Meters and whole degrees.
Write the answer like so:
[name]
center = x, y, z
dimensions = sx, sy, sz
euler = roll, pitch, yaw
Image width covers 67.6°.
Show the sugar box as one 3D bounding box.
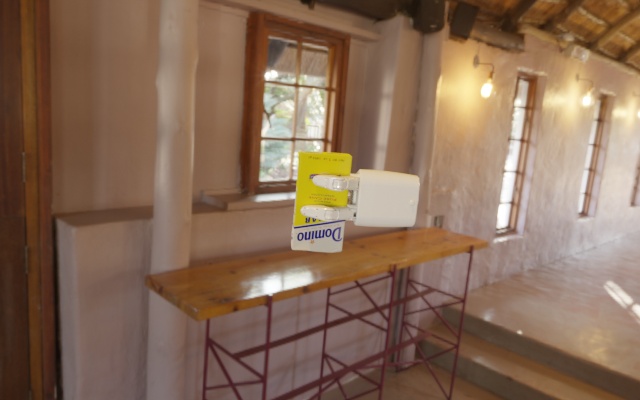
[sugar box]
center = 0.000, 0.003, 0.849
dimensions = 0.093, 0.176, 0.048
euler = 3, 10, -6
